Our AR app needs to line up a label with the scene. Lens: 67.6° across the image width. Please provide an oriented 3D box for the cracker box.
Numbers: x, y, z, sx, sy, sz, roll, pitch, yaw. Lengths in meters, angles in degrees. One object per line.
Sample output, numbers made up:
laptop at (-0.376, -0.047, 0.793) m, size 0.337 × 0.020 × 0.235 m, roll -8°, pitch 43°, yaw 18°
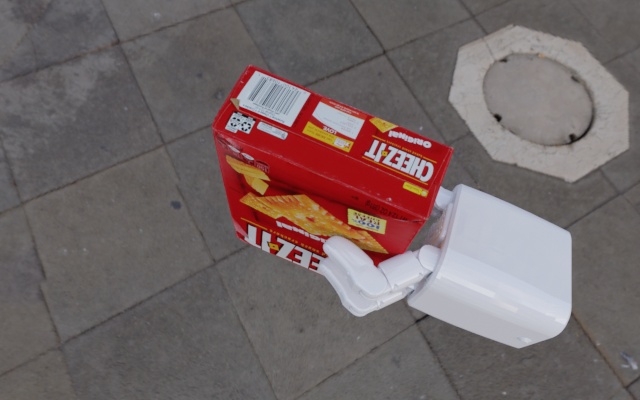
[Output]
cracker box at (0.000, 0.001, 0.423) m, size 0.164 × 0.072 × 0.214 m, roll 23°, pitch -25°, yaw 6°
